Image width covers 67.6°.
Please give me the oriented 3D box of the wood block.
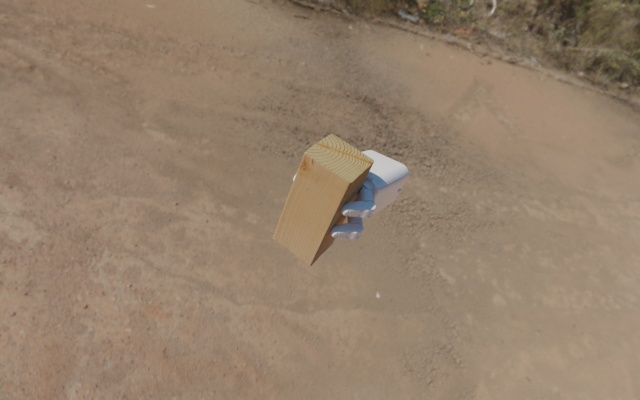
[{"bbox_3d":[0.000,0.002,0.825,0.091,0.206,0.090,34,41,13],"label":"wood block"}]
